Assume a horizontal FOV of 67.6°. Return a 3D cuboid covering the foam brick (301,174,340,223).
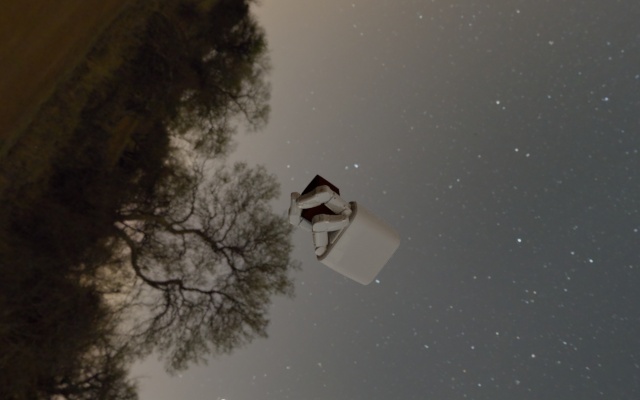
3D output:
[{"bbox_3d":[0.000,0.002,0.844,0.051,0.053,0.078,32,26,-21],"label":"foam brick"}]
